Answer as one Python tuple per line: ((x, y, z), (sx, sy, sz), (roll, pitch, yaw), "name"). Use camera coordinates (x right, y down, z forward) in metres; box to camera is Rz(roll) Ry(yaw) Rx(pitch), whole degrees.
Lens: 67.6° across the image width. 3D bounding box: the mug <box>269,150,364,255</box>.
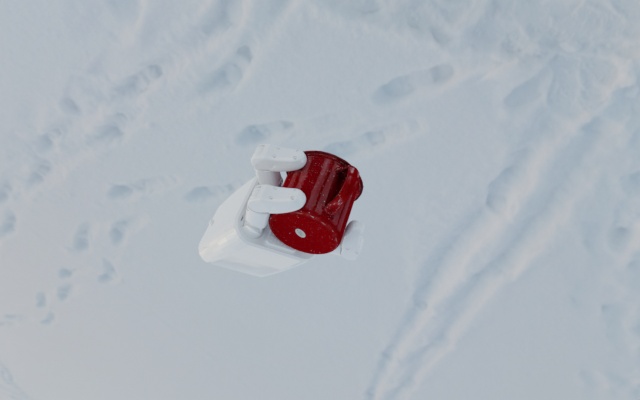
((0.001, 0.001, 0.518), (0.093, 0.081, 0.117), (37, -38, -21), "mug")
